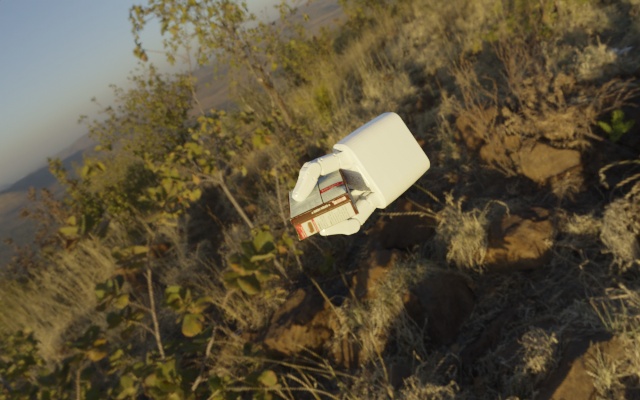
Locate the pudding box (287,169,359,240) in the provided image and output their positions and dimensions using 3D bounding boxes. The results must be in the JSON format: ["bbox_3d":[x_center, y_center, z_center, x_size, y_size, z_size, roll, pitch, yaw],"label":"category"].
[{"bbox_3d":[0.000,0.002,0.686,0.090,0.039,0.113,-26,20,5],"label":"pudding box"}]
